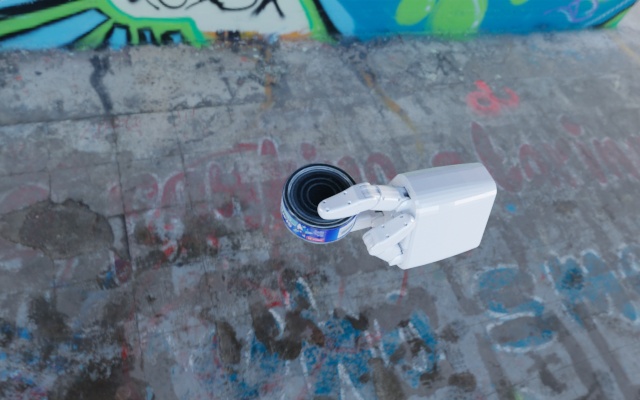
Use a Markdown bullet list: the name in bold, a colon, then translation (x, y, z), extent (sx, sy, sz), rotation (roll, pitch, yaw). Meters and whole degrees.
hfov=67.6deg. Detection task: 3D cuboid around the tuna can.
- **tuna can**: translation (0.000, 0.001, 0.517), extent (0.086, 0.086, 0.034), rotation (0, -32, -8)
